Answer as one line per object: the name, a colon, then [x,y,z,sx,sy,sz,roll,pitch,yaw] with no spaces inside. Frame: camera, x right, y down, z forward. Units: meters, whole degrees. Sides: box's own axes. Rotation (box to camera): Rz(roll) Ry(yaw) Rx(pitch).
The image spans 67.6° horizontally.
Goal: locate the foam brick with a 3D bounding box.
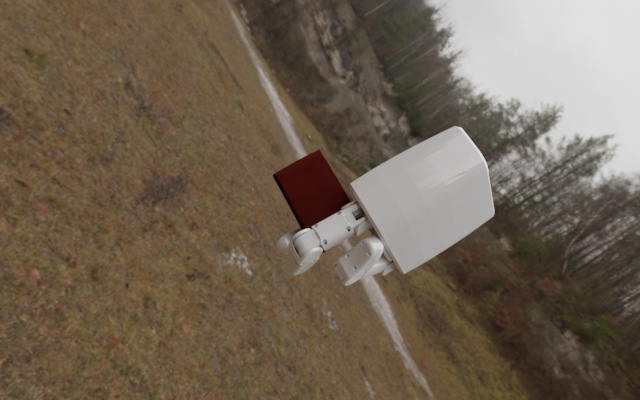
foam brick: [0.000,0.001,0.455,0.051,0.078,0.053,-31,-21,4]
